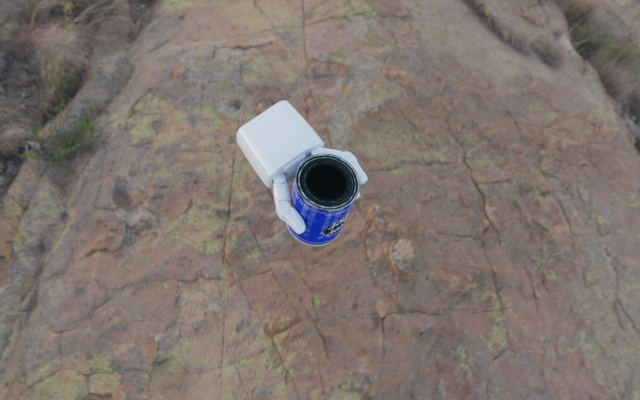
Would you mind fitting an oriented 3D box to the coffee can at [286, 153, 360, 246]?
[{"bbox_3d":[0.000,0.003,0.791,0.103,0.102,0.140,0,-28,-10],"label":"coffee can"}]
